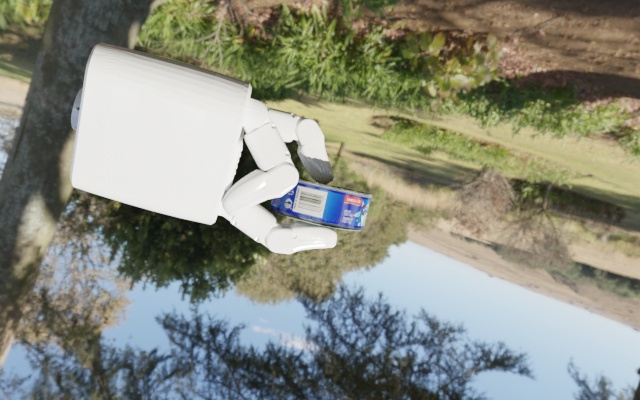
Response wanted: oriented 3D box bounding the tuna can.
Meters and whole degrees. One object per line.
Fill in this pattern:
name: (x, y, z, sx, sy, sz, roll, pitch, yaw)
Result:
tuna can: (0.000, 0.002, 0.421, 0.086, 0.034, 0.086, 12, 2, -1)
